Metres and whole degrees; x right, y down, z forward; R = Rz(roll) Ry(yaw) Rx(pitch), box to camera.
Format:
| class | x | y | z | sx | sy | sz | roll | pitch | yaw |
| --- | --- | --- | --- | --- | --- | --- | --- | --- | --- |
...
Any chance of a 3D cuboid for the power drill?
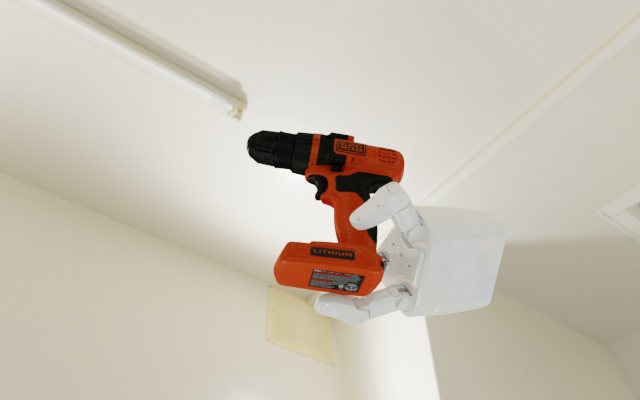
| class | x | y | z | sx | sy | sz | roll | pitch | yaw |
| --- | --- | --- | --- | --- | --- | --- | --- | --- | --- |
| power drill | 0.000 | 0.002 | 0.511 | 0.184 | 0.187 | 0.057 | 8 | -37 | -2 |
